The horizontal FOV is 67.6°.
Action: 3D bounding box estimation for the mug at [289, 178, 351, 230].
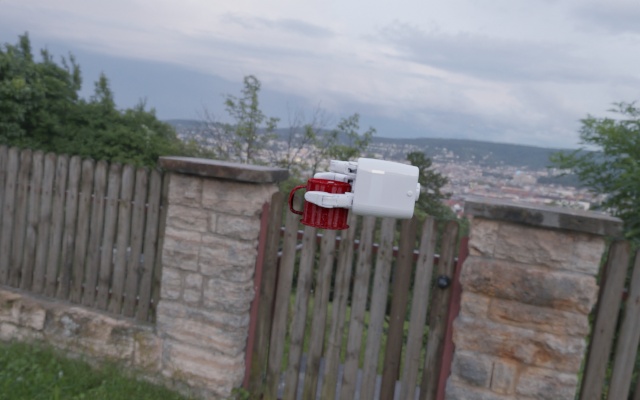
[{"bbox_3d":[-0.001,0.002,0.877,0.117,0.081,0.093,7,7,1],"label":"mug"}]
